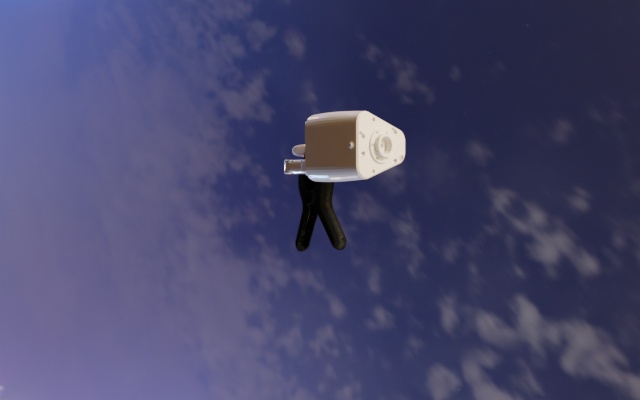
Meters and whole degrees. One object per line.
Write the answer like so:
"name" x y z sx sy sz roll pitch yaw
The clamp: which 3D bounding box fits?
"clamp" 0.001 0.002 0.758 0.039 0.171 0.120 -4 5 -42
